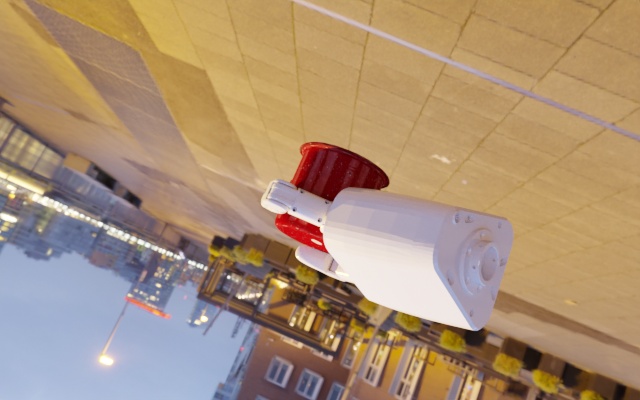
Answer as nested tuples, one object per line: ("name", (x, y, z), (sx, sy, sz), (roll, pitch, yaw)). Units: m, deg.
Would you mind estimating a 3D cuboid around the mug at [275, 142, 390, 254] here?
("mug", (-0.001, 0.002, 0.462), (0.117, 0.081, 0.093), (8, -20, 48))
